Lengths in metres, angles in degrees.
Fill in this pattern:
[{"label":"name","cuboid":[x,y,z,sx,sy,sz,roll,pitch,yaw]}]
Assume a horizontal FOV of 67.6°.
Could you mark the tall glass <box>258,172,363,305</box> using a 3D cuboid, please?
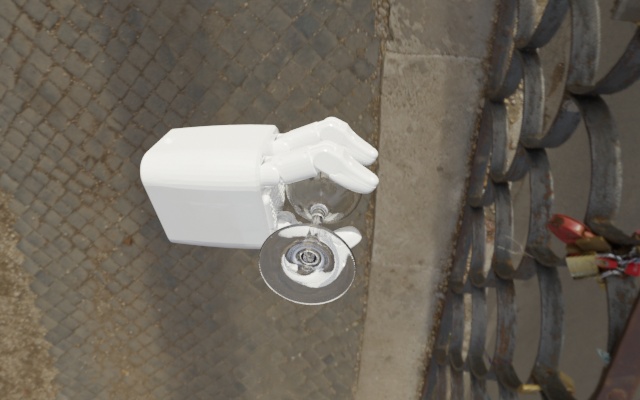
[{"label":"tall glass","cuboid":[0.000,0.002,0.442,0.079,0.079,0.201,0,29,7]}]
